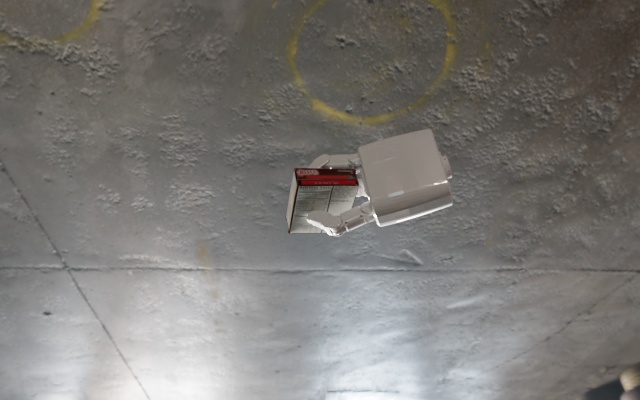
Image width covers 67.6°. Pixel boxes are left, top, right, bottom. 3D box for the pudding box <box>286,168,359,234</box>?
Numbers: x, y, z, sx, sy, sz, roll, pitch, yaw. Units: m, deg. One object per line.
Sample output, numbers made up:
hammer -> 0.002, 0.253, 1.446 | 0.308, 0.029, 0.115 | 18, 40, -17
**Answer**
pudding box -> 0.000, 0.002, 0.697 | 0.090, 0.039, 0.114 | 1, -43, -12
